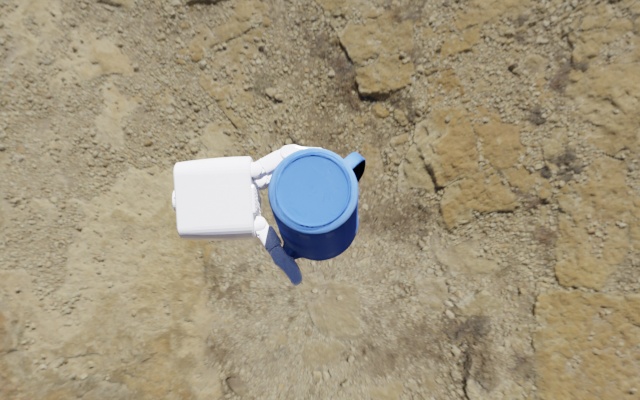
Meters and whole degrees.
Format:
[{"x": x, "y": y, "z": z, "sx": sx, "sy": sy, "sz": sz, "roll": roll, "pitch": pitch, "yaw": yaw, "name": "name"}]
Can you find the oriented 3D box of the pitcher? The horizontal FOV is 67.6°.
[{"x": 0.000, "y": 0.002, "z": 0.675, "sx": 0.145, "sy": 0.149, "sz": 0.243, "roll": -3, "pitch": -11, "yaw": 0, "name": "pitcher"}]
